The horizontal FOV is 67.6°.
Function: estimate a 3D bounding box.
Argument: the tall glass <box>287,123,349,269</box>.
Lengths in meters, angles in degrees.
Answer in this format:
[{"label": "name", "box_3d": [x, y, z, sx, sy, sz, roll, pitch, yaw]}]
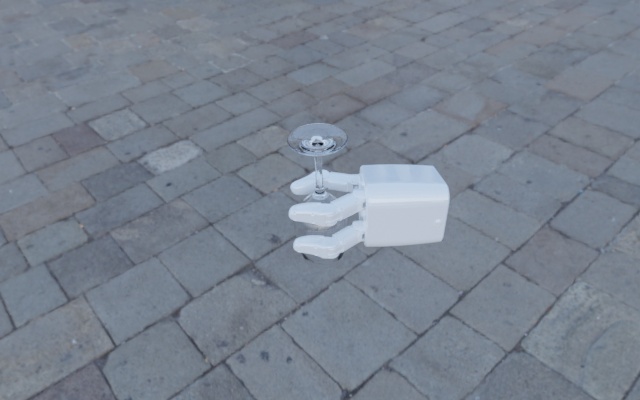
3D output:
[{"label": "tall glass", "box_3d": [0.000, 0.002, 0.645, 0.079, 0.201, 0.079, -1, 38, 1]}]
